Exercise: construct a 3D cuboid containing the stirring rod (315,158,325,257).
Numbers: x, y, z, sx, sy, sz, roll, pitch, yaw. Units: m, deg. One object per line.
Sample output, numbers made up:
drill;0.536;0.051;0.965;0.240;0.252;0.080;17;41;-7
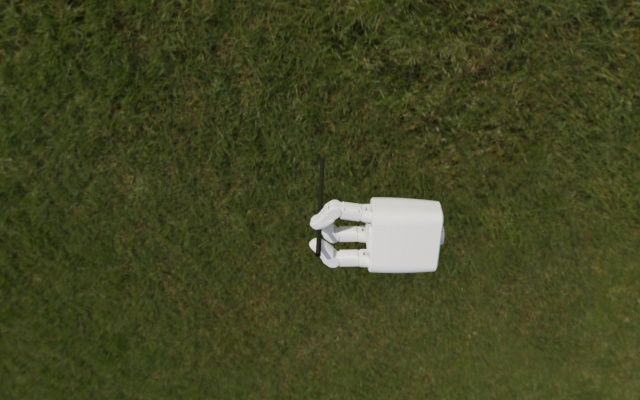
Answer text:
stirring rod;0.000;0.003;0.790;0.011;0.011;0.239;0;40;2
